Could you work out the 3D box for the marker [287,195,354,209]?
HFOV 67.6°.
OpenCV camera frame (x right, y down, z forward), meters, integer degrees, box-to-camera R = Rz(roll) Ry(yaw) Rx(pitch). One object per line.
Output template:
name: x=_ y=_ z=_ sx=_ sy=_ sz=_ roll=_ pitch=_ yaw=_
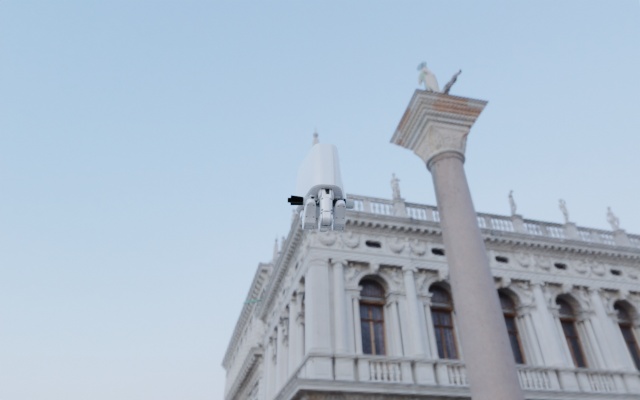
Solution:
marker: x=0.000 y=0.003 z=0.873 sx=0.121 sy=0.020 sz=0.020 roll=3 pitch=-1 yaw=-7
